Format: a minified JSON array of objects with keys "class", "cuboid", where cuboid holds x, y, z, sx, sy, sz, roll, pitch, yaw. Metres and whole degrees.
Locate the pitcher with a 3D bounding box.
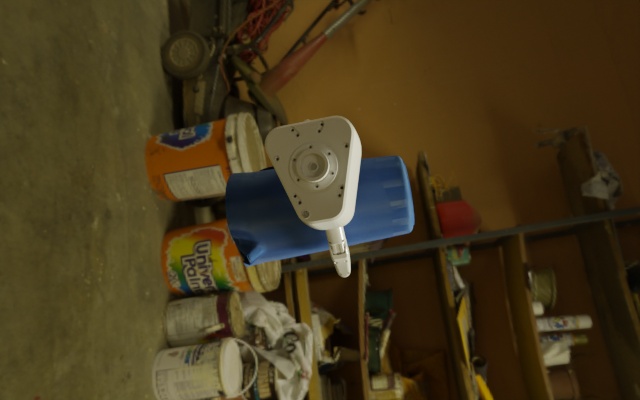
[{"class":"pitcher","cuboid":[0.000,0.002,0.668,0.243,0.149,0.145,-9,-7,6]}]
